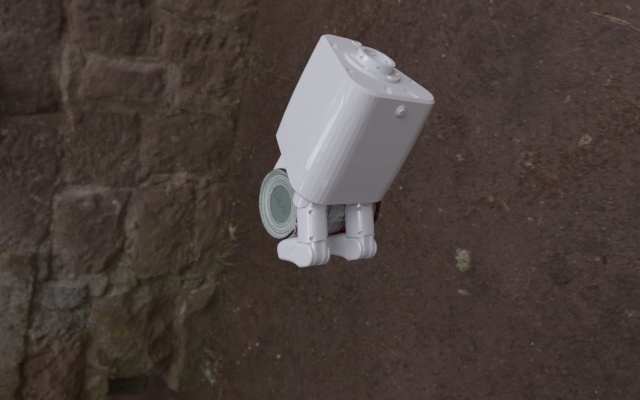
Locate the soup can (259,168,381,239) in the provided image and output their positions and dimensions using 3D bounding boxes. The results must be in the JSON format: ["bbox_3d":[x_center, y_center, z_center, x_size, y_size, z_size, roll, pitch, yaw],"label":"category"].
[{"bbox_3d":[0.000,0.002,0.470,0.102,0.068,0.068,-3,1,-38],"label":"soup can"}]
